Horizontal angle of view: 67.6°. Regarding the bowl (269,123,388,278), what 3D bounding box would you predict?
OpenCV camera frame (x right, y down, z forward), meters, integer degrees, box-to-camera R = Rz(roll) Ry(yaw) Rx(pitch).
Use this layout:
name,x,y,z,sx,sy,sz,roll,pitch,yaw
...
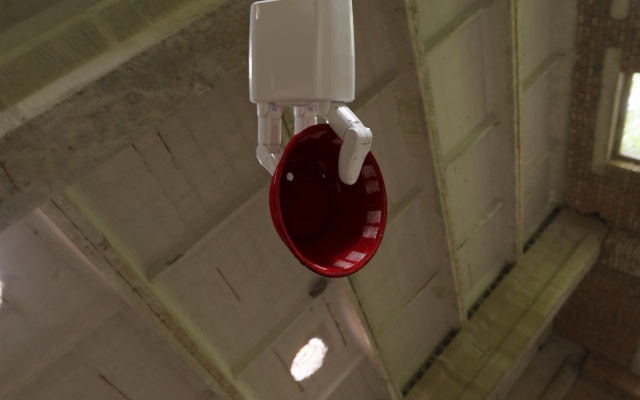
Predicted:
name,x,y,z,sx,sy,sz,roll,pitch,yaw
bowl,0.000,0.003,0.515,0.162,0.162,0.055,0,-6,-42
